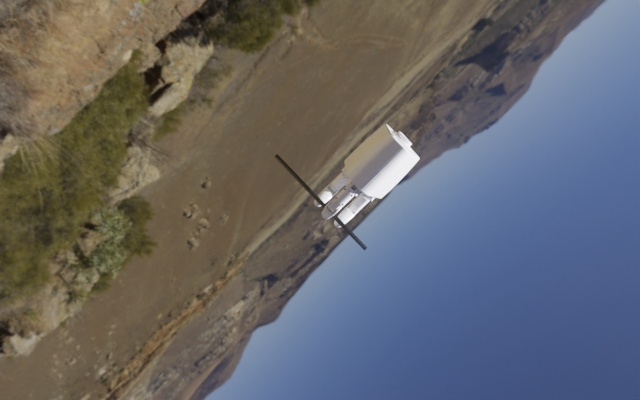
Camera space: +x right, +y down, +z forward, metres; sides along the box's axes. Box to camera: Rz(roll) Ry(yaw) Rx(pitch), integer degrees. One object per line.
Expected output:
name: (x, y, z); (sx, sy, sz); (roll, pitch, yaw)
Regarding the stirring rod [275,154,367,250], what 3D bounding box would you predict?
stirring rod: (0.000, 0.003, 0.884); (0.011, 0.239, 0.011); (-44, -2, -2)
